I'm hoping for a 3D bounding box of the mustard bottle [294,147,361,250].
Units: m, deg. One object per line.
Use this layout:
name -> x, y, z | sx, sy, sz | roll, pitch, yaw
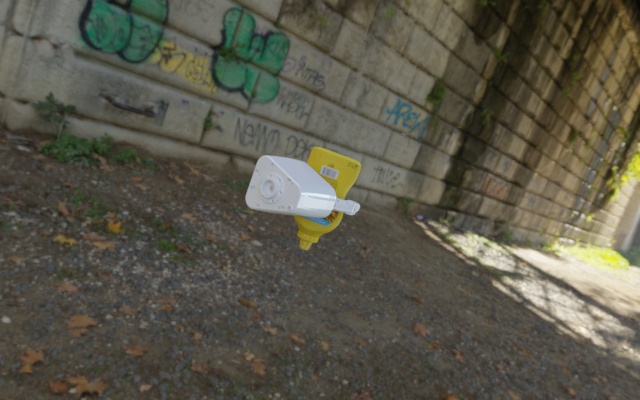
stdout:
mustard bottle -> 0.000, 0.003, 0.897 | 0.096, 0.191, 0.058 | 21, 8, 7
